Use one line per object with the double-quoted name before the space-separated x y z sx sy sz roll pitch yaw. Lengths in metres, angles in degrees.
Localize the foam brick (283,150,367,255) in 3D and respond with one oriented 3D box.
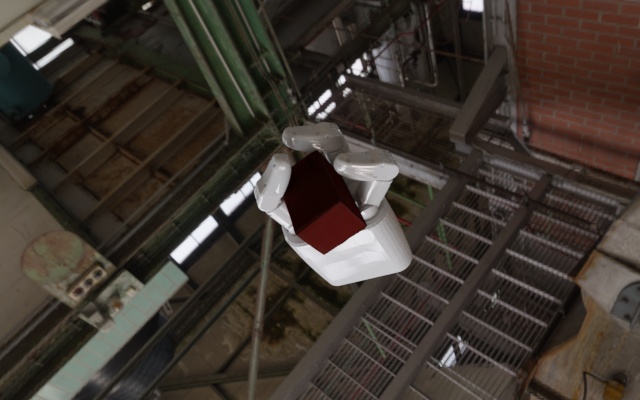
"foam brick" 0.000 0.002 0.453 0.053 0.078 0.051 -34 -45 12
